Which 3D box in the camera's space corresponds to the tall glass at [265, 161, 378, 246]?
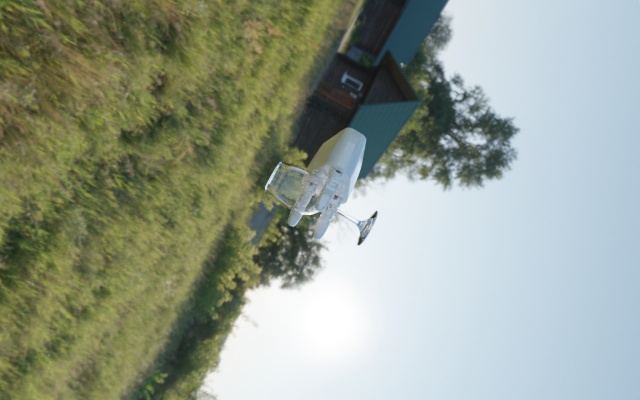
[{"bbox_3d":[0.001,0.003,0.870,0.201,0.079,0.079,29,-2,-4],"label":"tall glass"}]
